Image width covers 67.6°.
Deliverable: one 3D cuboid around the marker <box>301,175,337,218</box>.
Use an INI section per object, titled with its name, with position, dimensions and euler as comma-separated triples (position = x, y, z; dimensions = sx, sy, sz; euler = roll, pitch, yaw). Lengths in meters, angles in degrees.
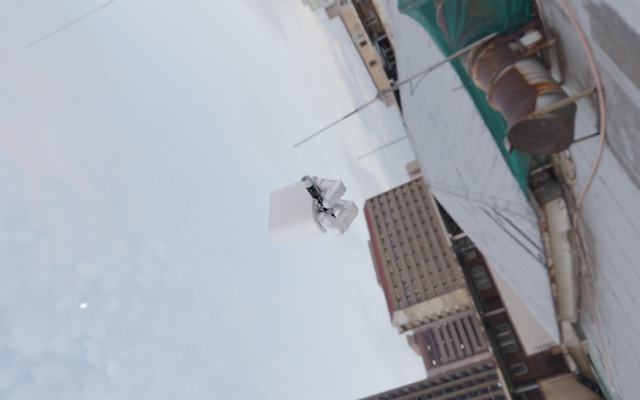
[marker]
position = 0.000, 0.003, 0.883
dimensions = 0.020, 0.020, 0.121
euler = 0, -44, 41
